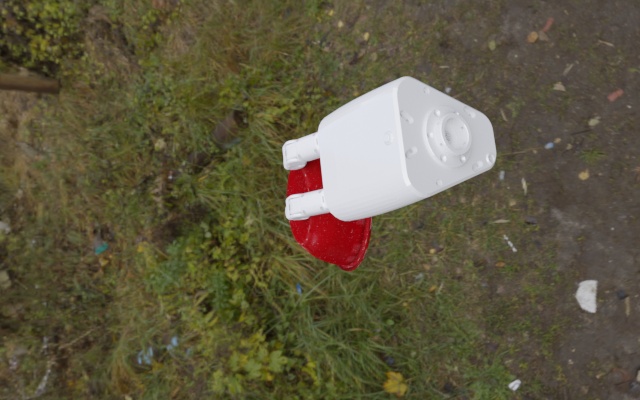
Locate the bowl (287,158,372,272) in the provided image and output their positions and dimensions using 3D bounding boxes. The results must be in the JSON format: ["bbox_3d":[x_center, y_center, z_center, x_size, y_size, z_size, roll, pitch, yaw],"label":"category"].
[{"bbox_3d":[-0.001,0.002,0.541,0.055,0.162,0.162,-4,1,-19],"label":"bowl"}]
